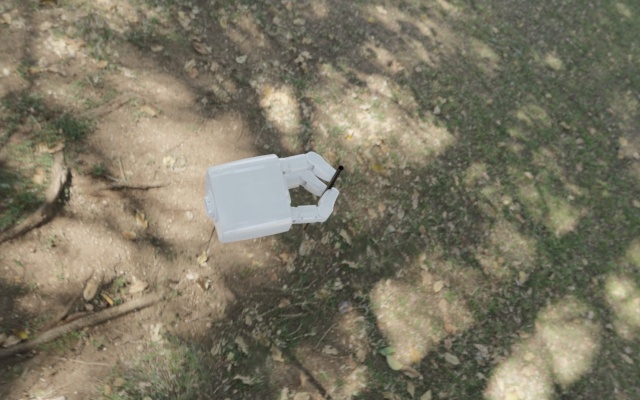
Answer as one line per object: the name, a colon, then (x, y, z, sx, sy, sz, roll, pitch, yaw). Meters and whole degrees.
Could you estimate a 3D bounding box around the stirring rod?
stirring rod: (0.000, 0.003, 0.802, 0.011, 0.011, 0.240, 0, -25, -16)
